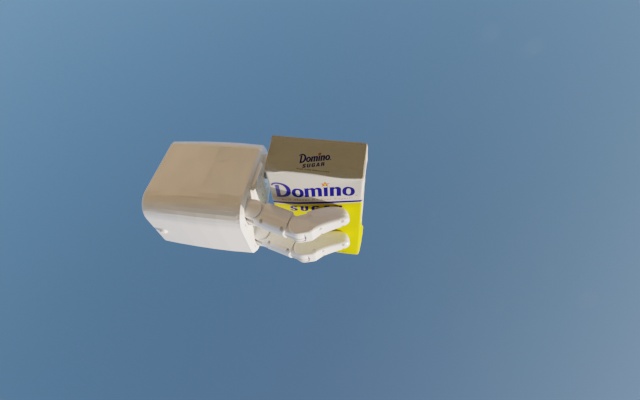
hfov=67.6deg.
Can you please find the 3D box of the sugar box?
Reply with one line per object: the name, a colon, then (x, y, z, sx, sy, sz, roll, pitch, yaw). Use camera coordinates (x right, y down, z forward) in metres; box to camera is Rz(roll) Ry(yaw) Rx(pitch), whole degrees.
sugar box: (0.000, 0.002, 0.508, 0.093, 0.048, 0.176, 5, -26, 7)
